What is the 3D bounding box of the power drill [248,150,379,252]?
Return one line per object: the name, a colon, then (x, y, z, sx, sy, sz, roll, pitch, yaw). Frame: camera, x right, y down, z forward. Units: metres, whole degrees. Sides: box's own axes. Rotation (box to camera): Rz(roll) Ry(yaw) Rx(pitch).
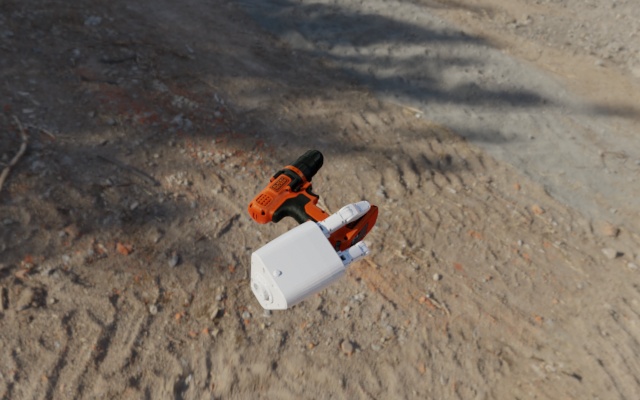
power drill: (0.000, 0.003, 0.808, 0.187, 0.057, 0.184, 29, 56, 21)
